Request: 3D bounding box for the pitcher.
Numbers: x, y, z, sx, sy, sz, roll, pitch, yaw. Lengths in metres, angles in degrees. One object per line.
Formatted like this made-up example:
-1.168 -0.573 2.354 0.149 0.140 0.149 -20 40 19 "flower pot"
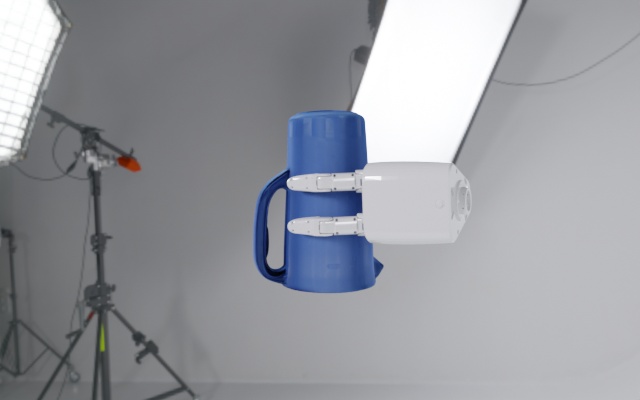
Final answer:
0.000 0.002 0.666 0.145 0.243 0.149 0 3 29 "pitcher"
